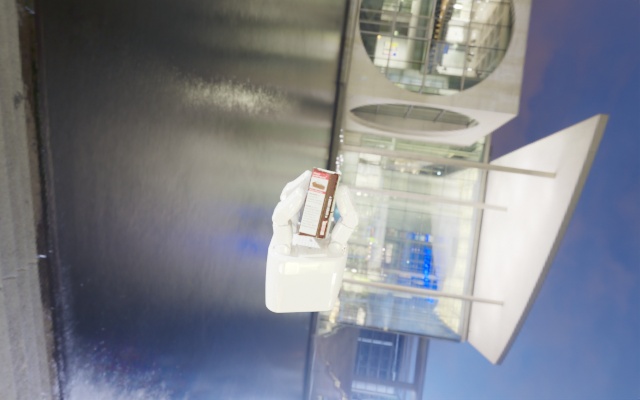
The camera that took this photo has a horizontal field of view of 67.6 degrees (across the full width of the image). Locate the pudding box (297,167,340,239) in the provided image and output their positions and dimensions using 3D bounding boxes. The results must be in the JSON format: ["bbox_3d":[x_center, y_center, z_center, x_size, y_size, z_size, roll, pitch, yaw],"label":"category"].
[{"bbox_3d":[0.000,0.002,0.652,0.039,0.090,0.113,12,3,1],"label":"pudding box"}]
